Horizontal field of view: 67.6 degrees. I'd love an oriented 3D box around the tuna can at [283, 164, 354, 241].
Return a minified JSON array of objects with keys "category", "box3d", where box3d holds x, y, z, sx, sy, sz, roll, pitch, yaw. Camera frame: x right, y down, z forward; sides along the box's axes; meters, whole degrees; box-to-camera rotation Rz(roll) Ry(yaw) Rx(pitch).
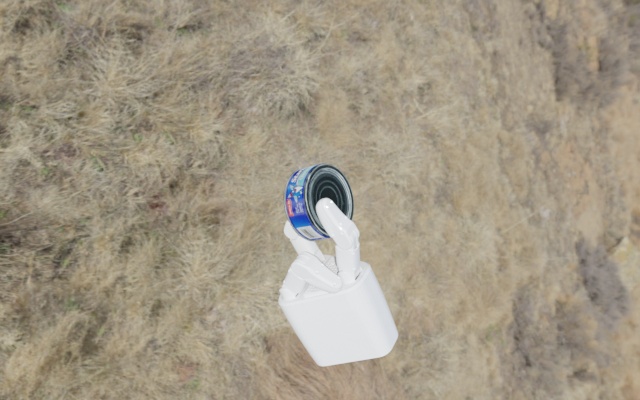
[{"category":"tuna can","box3d":[0.000,0.002,0.543,0.034,0.086,0.086,-11,-7,41]}]
